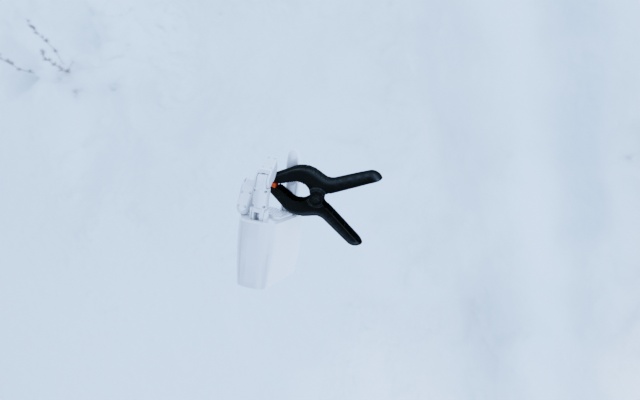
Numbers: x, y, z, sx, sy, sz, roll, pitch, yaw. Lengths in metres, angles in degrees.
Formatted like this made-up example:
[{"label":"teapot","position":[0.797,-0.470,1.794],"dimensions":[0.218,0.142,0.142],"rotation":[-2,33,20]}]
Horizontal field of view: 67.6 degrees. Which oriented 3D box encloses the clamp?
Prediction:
[{"label":"clamp","position":[0.000,0.002,0.713],"dimensions":[0.171,0.120,0.039],"rotation":[9,14,9]}]
